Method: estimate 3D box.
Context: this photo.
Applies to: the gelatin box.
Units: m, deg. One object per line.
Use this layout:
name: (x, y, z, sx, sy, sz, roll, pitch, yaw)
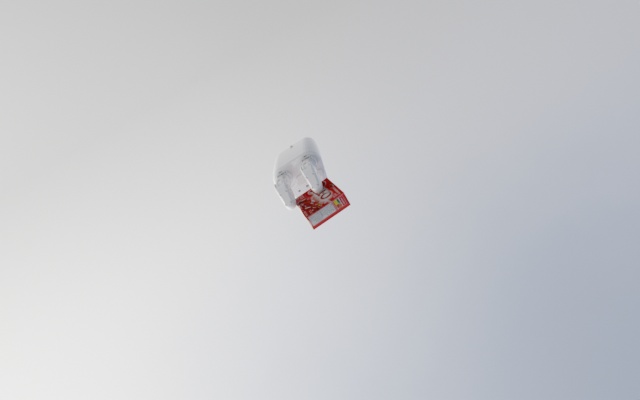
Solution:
gelatin box: (0.000, 0.003, 0.792, 0.073, 0.030, 0.089, -34, 26, -4)
